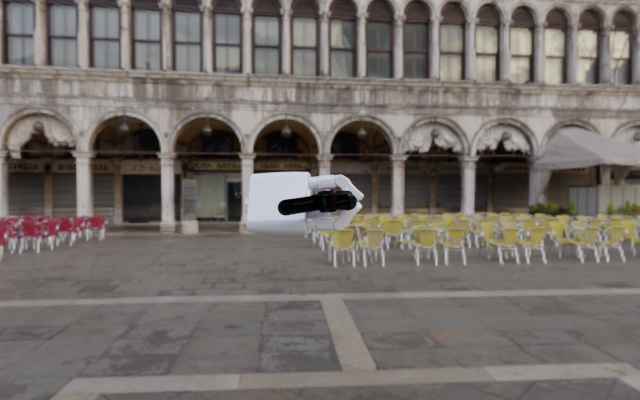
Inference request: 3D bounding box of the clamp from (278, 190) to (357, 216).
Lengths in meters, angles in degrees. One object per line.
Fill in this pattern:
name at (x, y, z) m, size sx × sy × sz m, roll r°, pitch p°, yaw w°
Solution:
clamp at (0.000, 0.002, 0.776) m, size 0.120 × 0.039 × 0.171 m, roll 0°, pitch 1°, yaw 5°
